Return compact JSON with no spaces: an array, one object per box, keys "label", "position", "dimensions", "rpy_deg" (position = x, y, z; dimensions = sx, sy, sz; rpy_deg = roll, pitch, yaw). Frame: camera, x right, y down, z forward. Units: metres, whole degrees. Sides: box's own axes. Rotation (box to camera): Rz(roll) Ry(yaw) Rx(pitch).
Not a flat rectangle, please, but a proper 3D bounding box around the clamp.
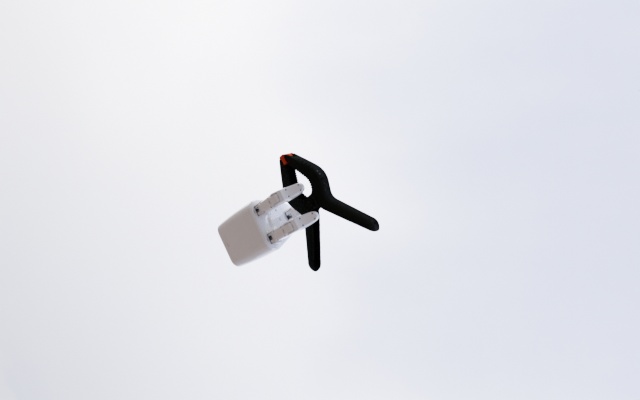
[{"label":"clamp","position":[0.000,0.002,0.823],"dimensions":[0.164,0.210,0.036],"rpy_deg":[-30,-6,34]}]
